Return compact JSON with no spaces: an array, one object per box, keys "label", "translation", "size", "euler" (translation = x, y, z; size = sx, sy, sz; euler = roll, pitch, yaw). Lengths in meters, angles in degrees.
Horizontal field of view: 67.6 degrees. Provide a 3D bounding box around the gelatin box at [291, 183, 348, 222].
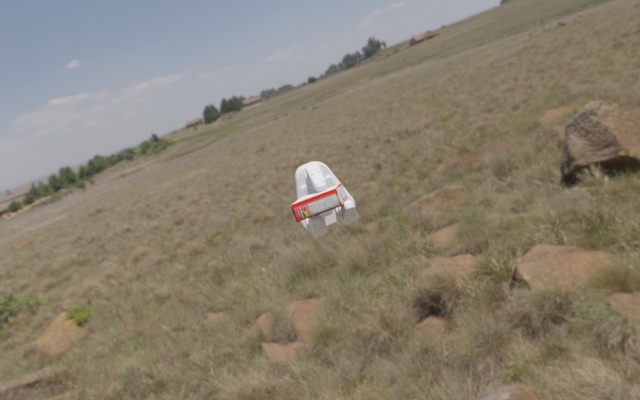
[{"label":"gelatin box","translation":[0.000,0.002,0.727],"size":[0.073,0.030,0.089],"euler":[-20,4,10]}]
